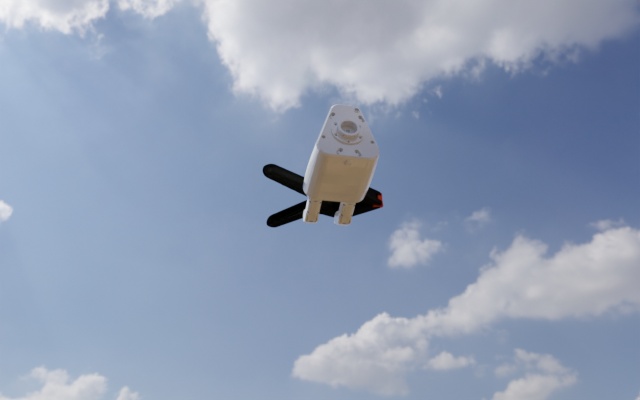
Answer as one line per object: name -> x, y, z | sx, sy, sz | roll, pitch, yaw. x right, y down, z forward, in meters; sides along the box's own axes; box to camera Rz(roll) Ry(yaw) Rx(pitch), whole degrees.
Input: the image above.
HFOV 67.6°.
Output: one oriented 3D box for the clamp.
clamp -> 0.001, 0.002, 0.823 | 0.210, 0.036, 0.165 | 5, -35, -8
